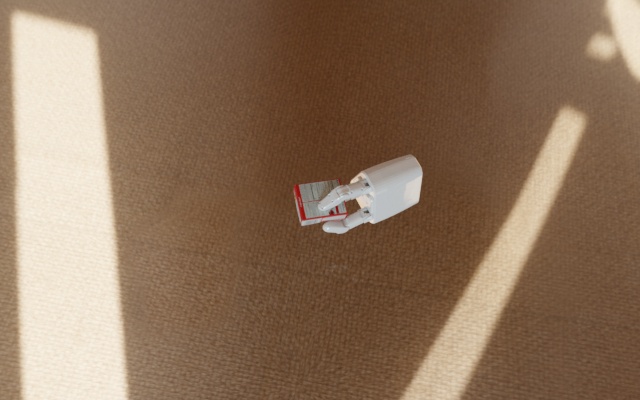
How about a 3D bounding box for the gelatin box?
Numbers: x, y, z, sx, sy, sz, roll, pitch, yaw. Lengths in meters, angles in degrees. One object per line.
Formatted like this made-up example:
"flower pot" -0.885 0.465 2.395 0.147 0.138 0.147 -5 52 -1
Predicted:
"gelatin box" 0.000 0.003 0.879 0.089 0.073 0.030 -8 -22 -12
